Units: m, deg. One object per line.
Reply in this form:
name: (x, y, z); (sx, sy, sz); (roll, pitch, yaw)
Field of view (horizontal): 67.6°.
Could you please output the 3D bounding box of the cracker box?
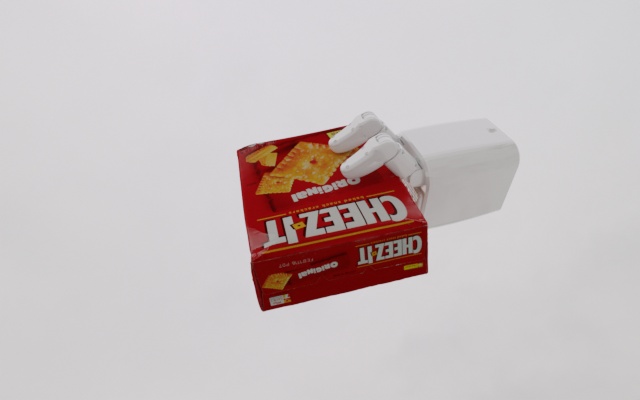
cracker box: (0.000, 0.002, 0.513); (0.164, 0.072, 0.213); (-12, 35, -5)
